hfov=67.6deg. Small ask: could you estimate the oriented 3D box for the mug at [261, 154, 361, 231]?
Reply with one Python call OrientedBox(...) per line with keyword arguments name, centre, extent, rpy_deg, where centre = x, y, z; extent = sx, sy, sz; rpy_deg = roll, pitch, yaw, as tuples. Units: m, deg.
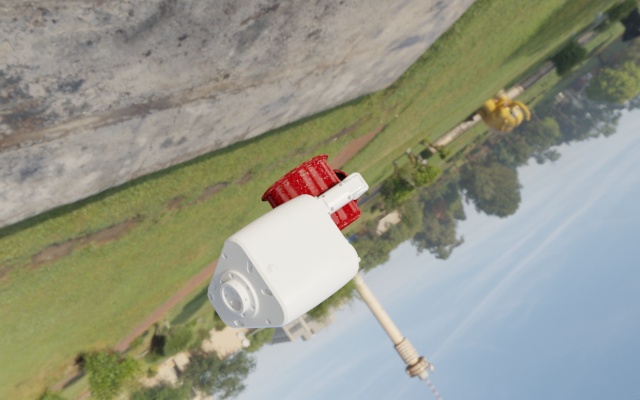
OrientedBox(name="mug", centre=(0.001, 0.002, 0.560), extent=(0.117, 0.081, 0.093), rpy_deg=(-29, -8, -43))
